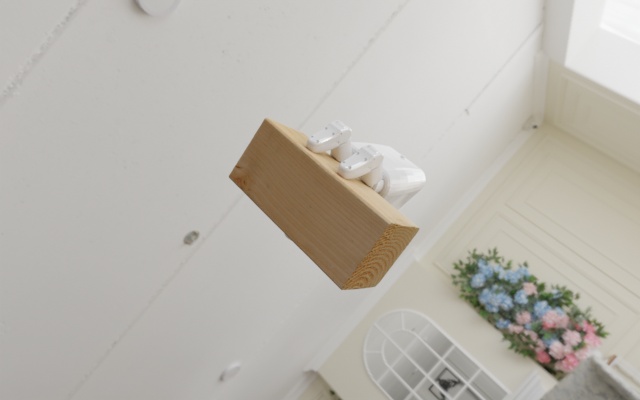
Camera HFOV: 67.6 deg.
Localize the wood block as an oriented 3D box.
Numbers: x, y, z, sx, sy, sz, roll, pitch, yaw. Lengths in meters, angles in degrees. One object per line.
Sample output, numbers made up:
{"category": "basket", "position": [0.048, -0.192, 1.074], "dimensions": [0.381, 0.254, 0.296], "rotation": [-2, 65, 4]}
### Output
{"category": "wood block", "position": [0.000, 0.002, 0.564], "dimensions": [0.206, 0.091, 0.090], "rotation": [42, 15, 29]}
